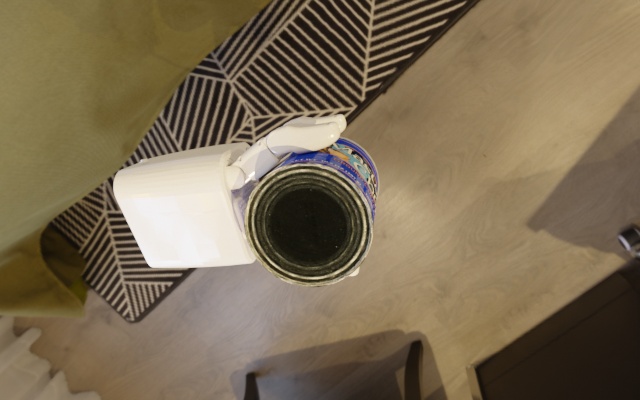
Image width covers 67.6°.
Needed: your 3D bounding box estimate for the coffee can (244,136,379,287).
[{"bbox_3d":[0.000,0.001,0.435,0.103,0.103,0.140,0,16,9],"label":"coffee can"}]
